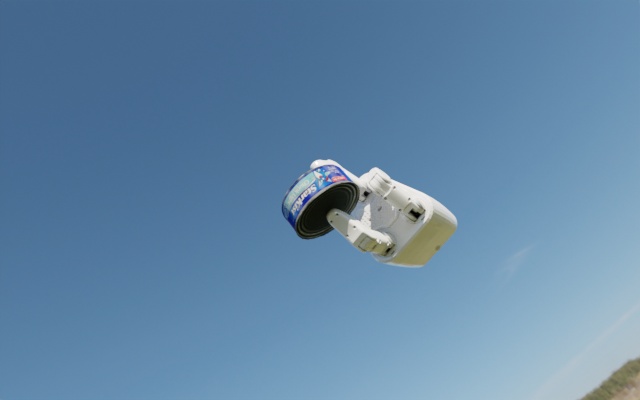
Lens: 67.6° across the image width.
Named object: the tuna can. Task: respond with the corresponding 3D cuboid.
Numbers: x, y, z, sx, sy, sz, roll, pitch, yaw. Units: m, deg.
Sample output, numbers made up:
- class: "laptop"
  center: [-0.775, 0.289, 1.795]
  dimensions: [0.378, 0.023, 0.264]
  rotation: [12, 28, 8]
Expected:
- class: "tuna can"
  center: [0.000, 0.001, 0.531]
  dimensions: [0.086, 0.086, 0.033]
  rotation: [0, 42, -49]
